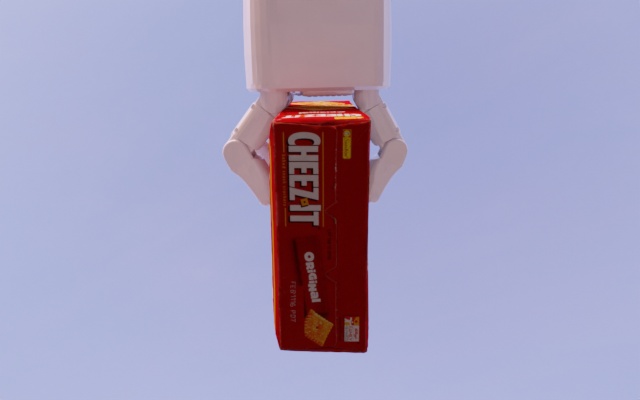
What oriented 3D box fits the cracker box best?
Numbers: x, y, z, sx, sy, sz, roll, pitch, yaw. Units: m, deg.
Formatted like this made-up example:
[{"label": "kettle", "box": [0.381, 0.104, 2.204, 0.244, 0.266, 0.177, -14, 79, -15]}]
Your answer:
[{"label": "cracker box", "box": [0.000, 0.001, 0.412, 0.072, 0.164, 0.213, -1, 15, 1]}]
